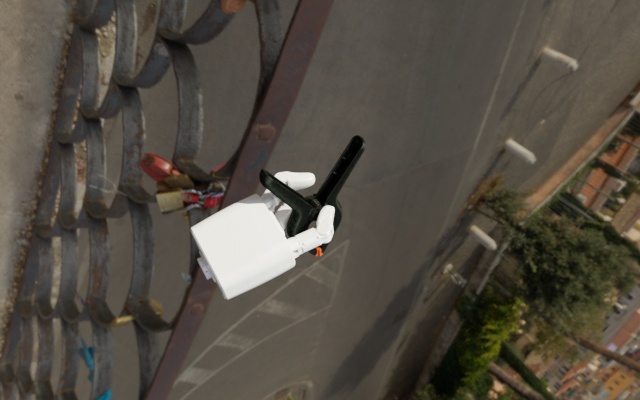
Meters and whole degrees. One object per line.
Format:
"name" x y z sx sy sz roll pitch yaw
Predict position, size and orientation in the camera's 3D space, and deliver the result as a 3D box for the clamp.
"clamp" 0.000 0.003 0.719 0.164 0.210 0.036 -26 49 -16
